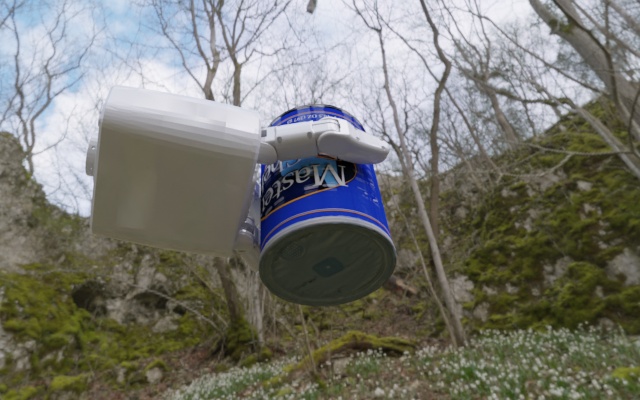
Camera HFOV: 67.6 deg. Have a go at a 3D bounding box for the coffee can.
[{"bbox_3d":[0.000,0.001,0.401,0.103,0.140,0.103,-3,-44,-3],"label":"coffee can"}]
